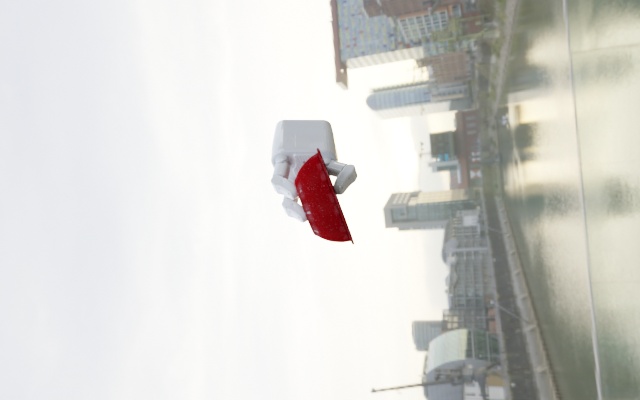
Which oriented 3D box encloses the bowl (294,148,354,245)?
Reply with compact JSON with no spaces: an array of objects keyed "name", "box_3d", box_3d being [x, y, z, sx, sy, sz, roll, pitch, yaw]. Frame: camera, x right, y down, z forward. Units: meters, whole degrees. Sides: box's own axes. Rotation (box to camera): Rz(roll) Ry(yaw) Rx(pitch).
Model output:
[{"name":"bowl","box_3d":[0.000,0.003,0.747,0.055,0.162,0.162,-21,0,1]}]
